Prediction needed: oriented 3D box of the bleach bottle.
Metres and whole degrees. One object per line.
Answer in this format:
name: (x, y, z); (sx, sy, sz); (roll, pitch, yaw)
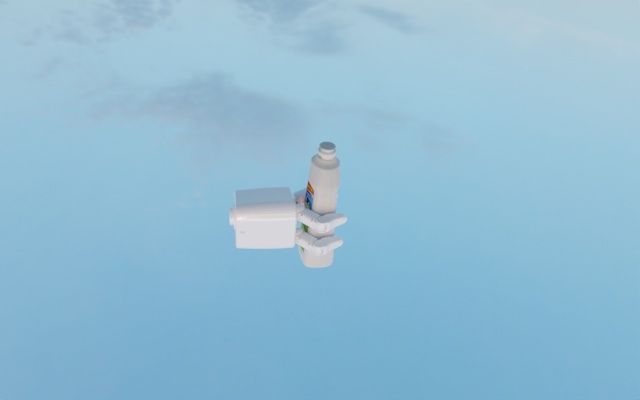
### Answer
bleach bottle: (0.000, 0.003, 0.879); (0.068, 0.251, 0.102); (-1, 38, -10)
